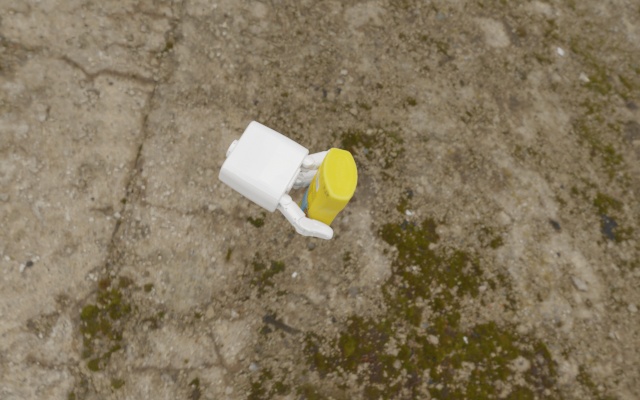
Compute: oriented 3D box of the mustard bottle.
[{"bbox_3d":[0.001,0.003,0.804,0.058,0.096,0.192,10,-32,-16],"label":"mustard bottle"}]
